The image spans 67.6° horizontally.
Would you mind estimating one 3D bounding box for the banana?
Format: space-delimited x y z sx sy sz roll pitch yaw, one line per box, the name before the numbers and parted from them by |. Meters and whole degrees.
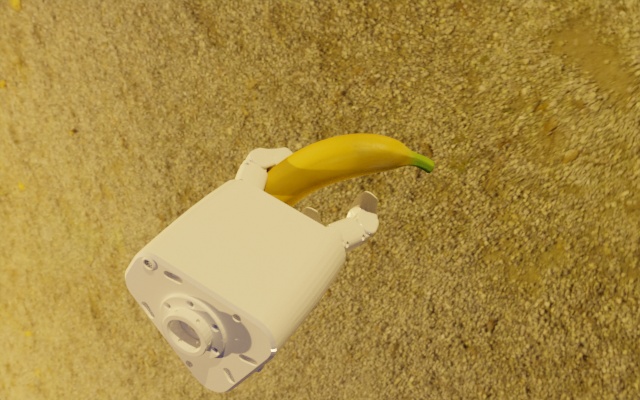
banana | -0.007 -0.013 0.413 0.198 0.070 0.037 -20 30 28
